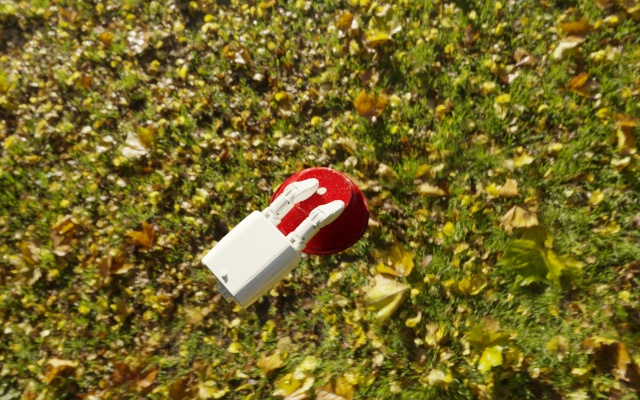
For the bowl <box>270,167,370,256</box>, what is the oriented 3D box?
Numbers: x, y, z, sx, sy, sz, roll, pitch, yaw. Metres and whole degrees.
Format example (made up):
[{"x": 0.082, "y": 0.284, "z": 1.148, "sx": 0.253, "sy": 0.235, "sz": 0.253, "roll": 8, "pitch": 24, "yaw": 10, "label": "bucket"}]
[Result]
[{"x": 0.001, "y": 0.001, "z": 0.745, "sx": 0.162, "sy": 0.162, "sz": 0.055, "roll": 0, "pitch": -34, "yaw": -4, "label": "bowl"}]
